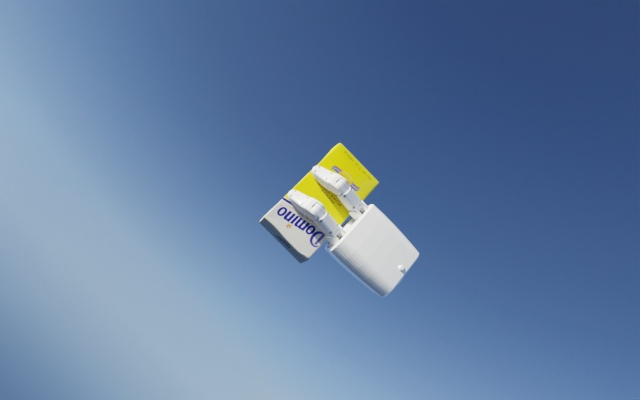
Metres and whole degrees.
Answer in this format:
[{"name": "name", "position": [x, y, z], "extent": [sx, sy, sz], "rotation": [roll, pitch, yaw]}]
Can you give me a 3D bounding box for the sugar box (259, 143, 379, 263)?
[{"name": "sugar box", "position": [0.000, 0.002, 0.738], "extent": [0.176, 0.093, 0.048], "rotation": [-47, 3, -24]}]
